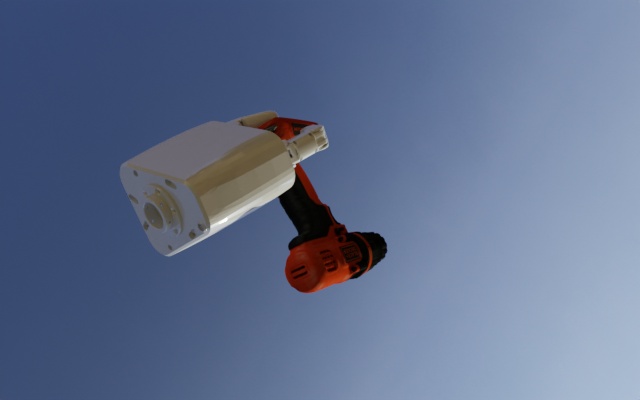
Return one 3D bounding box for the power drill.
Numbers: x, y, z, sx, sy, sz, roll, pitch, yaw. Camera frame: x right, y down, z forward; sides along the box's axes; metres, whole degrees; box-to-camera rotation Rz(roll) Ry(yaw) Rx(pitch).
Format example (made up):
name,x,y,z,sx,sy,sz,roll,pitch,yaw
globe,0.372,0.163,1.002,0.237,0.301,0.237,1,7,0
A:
name,x,y,z,sx,sy,sz,roll,pitch,yaw
power drill,0.000,0.001,0.538,0.057,0.187,0.184,-31,-12,27
